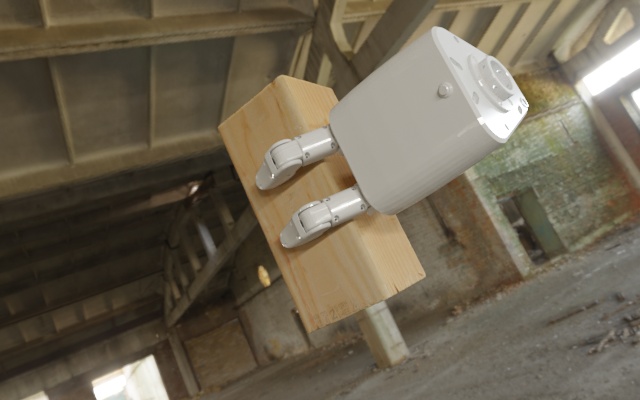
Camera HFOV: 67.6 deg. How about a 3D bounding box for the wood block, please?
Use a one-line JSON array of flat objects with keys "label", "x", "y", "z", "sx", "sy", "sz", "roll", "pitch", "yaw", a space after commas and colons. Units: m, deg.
[{"label": "wood block", "x": 0.000, "y": 0.001, "z": 0.443, "sx": 0.090, "sy": 0.206, "sz": 0.091, "roll": -32, "pitch": -13, "yaw": 30}]
